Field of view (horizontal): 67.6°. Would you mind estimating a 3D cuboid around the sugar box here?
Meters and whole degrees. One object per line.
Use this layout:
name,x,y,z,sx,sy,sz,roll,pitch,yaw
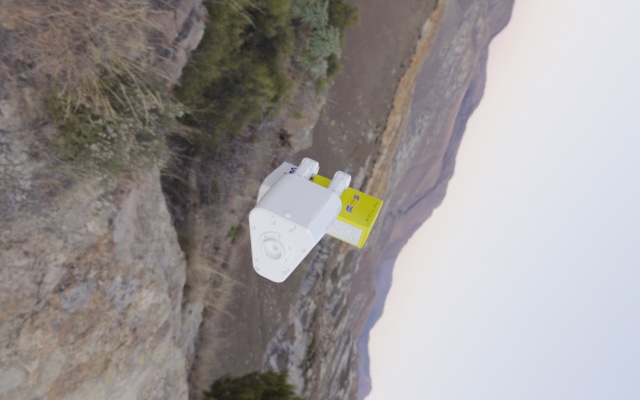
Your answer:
sugar box,0.000,0.002,0.741,0.176,0.048,0.093,24,33,9
